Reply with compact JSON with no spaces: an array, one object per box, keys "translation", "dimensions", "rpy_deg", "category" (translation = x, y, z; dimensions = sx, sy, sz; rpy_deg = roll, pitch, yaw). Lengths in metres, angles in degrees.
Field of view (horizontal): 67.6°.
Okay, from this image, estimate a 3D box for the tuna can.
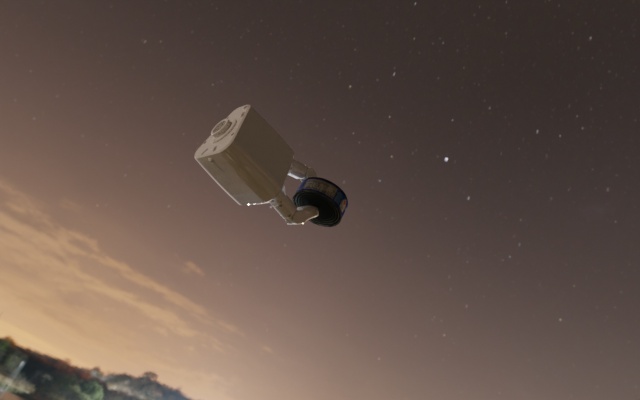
[{"translation":[0.000,0.002,0.770],"dimensions":[0.086,0.033,0.086],"rpy_deg":[19,-35,14],"category":"tuna can"}]
